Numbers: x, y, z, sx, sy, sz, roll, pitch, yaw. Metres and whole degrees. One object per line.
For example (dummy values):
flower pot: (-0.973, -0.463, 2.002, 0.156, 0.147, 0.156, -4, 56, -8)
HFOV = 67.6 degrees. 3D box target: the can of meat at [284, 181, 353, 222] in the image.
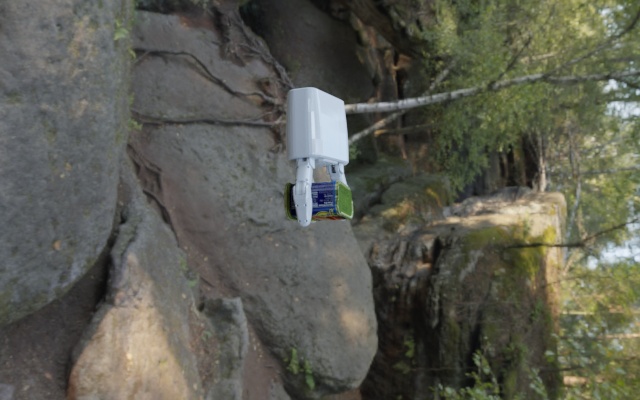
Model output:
can of meat: (0.000, 0.002, 0.748, 0.084, 0.057, 0.102, -4, -9, 16)
